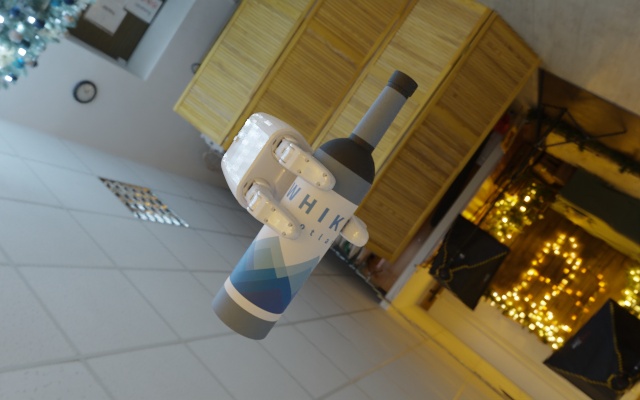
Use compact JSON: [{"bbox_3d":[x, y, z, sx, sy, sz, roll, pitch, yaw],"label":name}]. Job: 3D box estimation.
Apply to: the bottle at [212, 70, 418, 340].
[{"bbox_3d":[0.000,0.002,0.477,0.069,0.296,0.069,34,6,-4],"label":"bottle"}]
